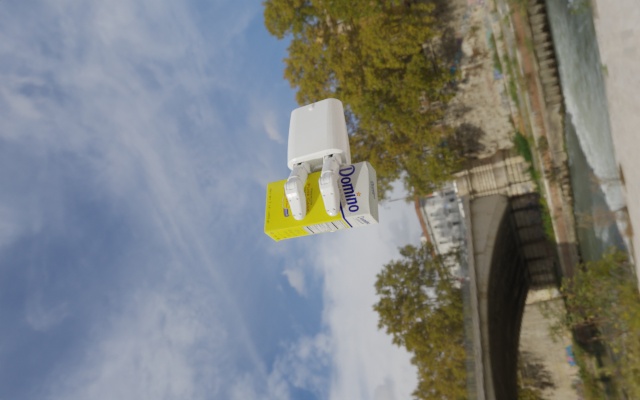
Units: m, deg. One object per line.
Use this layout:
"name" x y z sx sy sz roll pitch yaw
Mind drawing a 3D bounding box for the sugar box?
"sugar box" 0.000 0.002 0.746 0.176 0.093 0.048 -13 -30 23
